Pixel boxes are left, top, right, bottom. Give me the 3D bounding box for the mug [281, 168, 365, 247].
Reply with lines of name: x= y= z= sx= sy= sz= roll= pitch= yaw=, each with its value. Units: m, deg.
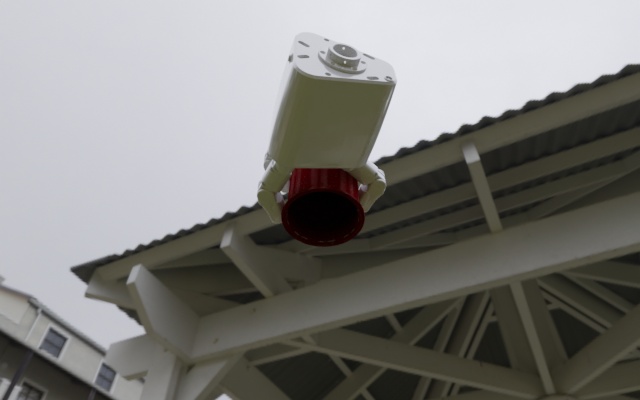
mug: x=0.000 y=0.003 z=0.567 sx=0.093 sy=0.117 sz=0.081 roll=13 pitch=42 yaw=-11
